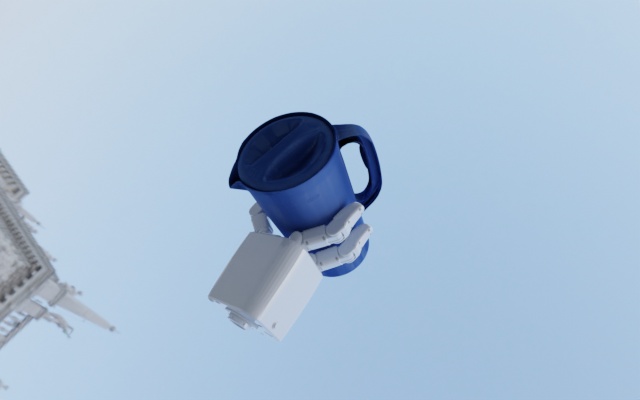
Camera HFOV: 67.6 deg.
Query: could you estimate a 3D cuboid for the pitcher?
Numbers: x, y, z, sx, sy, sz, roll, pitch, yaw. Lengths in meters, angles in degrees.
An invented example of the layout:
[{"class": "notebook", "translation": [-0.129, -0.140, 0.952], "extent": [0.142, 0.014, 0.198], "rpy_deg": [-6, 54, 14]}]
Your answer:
[{"class": "pitcher", "translation": [0.000, 0.002, 0.665], "extent": [0.149, 0.145, 0.243], "rpy_deg": [16, -29, 31]}]
